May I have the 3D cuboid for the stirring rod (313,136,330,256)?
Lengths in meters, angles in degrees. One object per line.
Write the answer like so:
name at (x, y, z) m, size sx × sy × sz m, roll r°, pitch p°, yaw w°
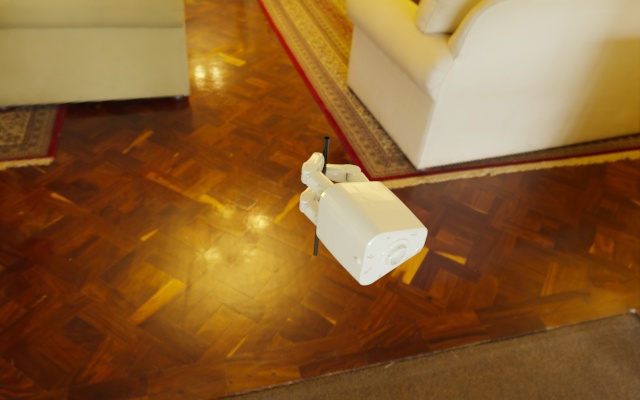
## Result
stirring rod at (0.000, 0.003, 0.758) m, size 0.011 × 0.240 × 0.011 m, roll 3°, pitch 40°, yaw -3°
